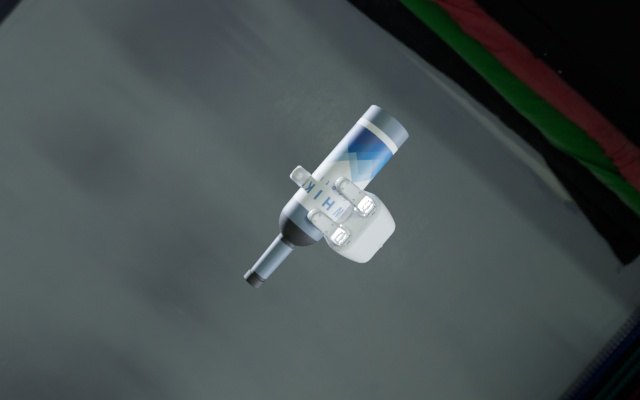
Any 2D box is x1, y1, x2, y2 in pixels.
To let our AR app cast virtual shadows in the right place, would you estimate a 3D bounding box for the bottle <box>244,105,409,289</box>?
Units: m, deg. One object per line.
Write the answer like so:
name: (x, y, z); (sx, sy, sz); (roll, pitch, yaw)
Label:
bottle: (0.000, 0.002, 0.659); (0.069, 0.296, 0.069); (41, 0, 0)
